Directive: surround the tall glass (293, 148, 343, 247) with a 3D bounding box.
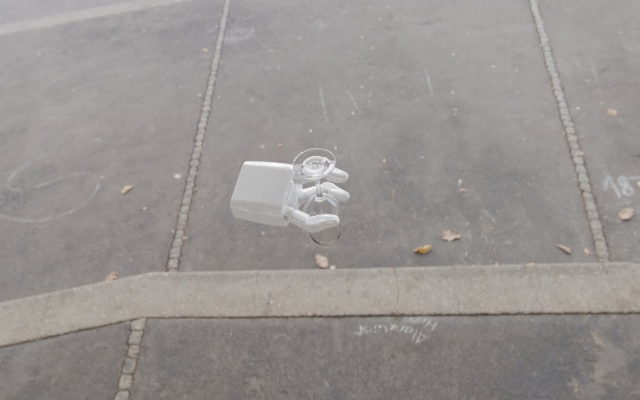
[{"bbox_3d":[0.000,0.002,0.882,0.079,0.079,0.201,0,-42,9],"label":"tall glass"}]
